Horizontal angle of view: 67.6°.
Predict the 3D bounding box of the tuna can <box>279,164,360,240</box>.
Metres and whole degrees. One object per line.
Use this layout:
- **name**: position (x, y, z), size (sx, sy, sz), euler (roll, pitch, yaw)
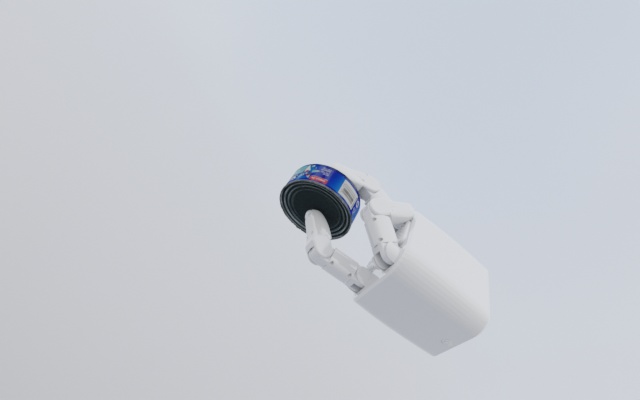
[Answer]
- **tuna can**: position (0.000, 0.001, 0.528), size (0.086, 0.086, 0.033), euler (0, 40, 32)
